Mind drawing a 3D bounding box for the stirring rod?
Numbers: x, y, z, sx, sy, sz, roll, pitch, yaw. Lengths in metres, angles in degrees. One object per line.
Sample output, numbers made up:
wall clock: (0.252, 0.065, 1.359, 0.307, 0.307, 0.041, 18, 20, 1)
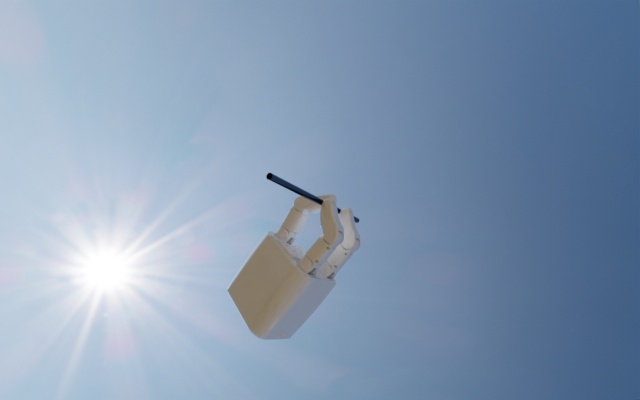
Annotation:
stirring rod: (0.000, 0.002, 0.613, 0.011, 0.011, 0.239, 0, -13, 28)
